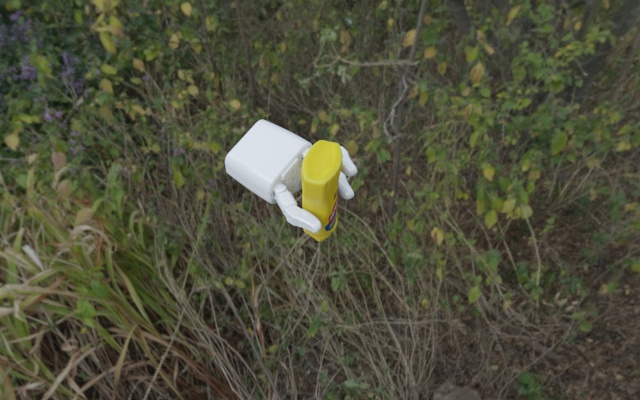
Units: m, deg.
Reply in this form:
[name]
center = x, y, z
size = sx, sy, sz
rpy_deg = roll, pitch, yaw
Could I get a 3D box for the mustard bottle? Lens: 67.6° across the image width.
[mustard bottle]
center = 0.000, 0.002, 0.776
size = 0.058, 0.096, 0.192
rpy_deg = 11, -41, 7
